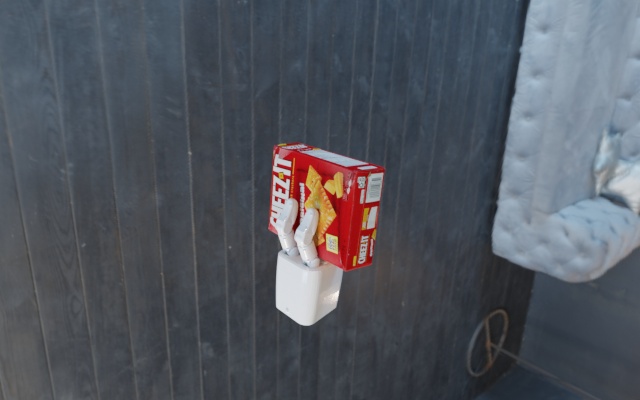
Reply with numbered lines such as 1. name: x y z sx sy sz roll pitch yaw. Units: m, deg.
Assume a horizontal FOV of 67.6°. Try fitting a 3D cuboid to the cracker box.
1. cracker box: 0.000 0.003 0.809 0.072 0.164 0.213 -8 21 -41
